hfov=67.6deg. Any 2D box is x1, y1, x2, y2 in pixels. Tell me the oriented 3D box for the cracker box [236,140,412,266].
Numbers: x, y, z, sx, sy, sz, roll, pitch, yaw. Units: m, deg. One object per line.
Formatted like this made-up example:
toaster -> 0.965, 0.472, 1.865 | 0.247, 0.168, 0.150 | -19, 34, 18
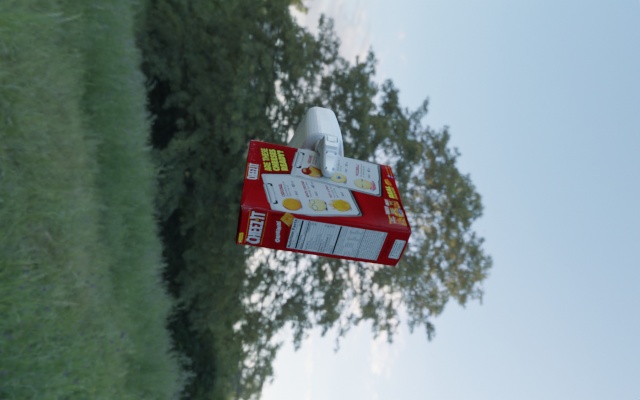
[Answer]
cracker box -> 0.000, 0.002, 0.651 | 0.214, 0.072, 0.164 | 9, 34, -9
